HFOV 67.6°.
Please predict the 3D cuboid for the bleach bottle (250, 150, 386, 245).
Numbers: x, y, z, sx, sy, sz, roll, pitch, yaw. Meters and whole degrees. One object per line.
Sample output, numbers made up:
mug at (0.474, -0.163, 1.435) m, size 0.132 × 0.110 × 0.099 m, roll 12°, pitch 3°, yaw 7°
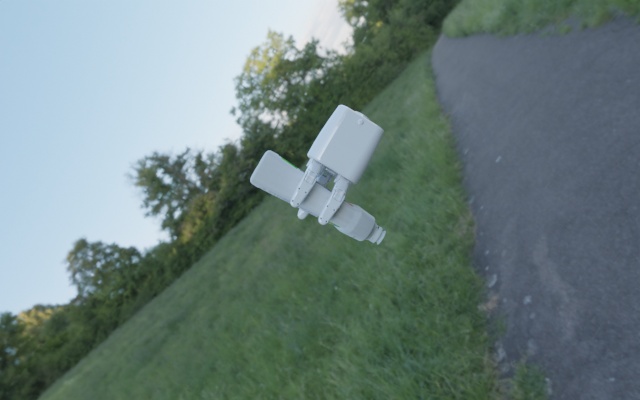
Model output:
bleach bottle at (0.000, 0.003, 0.845) m, size 0.251 × 0.068 × 0.102 m, roll 30°, pitch -1°, yaw -5°
